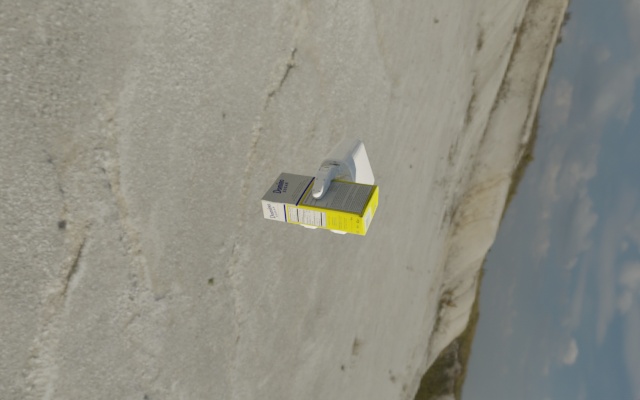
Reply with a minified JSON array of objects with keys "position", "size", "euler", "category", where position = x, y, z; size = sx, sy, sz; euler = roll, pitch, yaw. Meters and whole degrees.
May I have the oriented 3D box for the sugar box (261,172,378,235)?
[{"position":[0.000,0.003,0.797],"size":[0.176,0.048,0.093],"euler":[7,36,19],"category":"sugar box"}]
